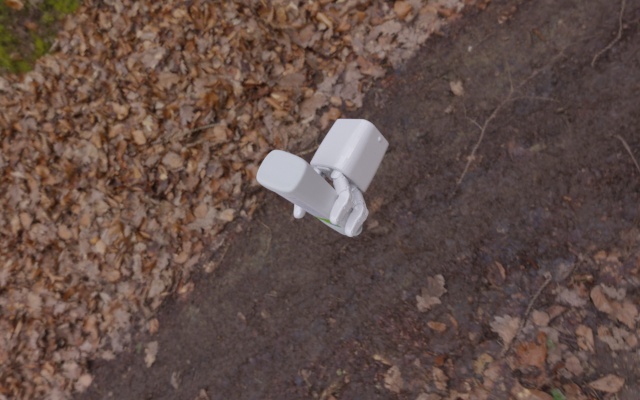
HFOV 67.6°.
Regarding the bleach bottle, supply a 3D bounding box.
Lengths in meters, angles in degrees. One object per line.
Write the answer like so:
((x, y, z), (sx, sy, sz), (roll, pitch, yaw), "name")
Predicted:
((0.000, 0.003, 0.866), (0.102, 0.068, 0.251), (23, -11, 40), "bleach bottle")
